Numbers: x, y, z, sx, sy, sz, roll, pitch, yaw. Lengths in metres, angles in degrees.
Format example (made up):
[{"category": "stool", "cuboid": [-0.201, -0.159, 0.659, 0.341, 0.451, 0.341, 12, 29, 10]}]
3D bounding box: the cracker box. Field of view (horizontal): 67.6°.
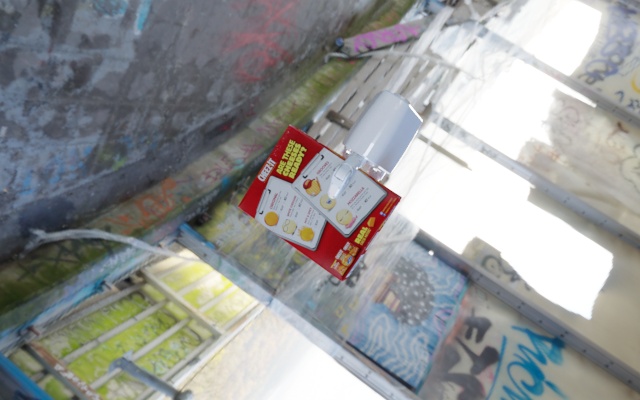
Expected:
[{"category": "cracker box", "cuboid": [0.000, 0.003, 0.785, 0.213, 0.164, 0.072, 34, 7, 11]}]
